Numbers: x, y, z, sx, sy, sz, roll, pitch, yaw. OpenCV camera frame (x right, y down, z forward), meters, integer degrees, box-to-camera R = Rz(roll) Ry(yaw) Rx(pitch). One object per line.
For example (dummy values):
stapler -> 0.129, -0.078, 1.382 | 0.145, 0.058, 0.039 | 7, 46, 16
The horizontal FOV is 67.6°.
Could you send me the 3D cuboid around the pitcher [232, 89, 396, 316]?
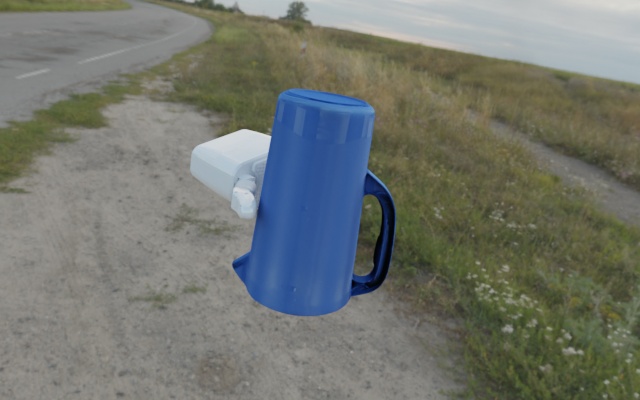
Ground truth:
pitcher -> 0.000, 0.002, 0.559 | 0.149, 0.243, 0.145 | -8, 26, -43
